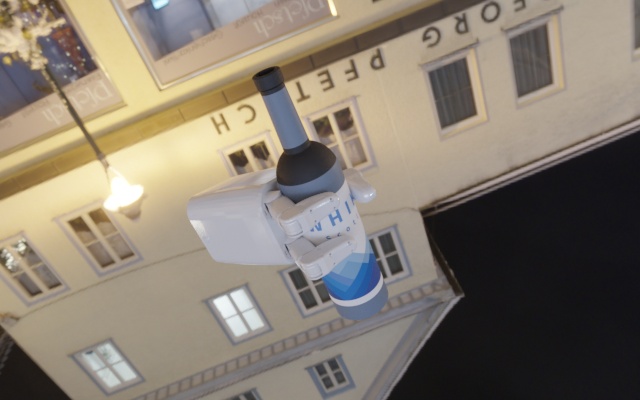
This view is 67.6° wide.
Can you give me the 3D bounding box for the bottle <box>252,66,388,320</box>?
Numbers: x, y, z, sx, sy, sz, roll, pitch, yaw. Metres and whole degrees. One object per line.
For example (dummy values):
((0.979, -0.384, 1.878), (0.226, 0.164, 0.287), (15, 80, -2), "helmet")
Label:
((0.000, 0.002, 0.505), (0.069, 0.296, 0.069), (-17, 30, 10), "bottle")
